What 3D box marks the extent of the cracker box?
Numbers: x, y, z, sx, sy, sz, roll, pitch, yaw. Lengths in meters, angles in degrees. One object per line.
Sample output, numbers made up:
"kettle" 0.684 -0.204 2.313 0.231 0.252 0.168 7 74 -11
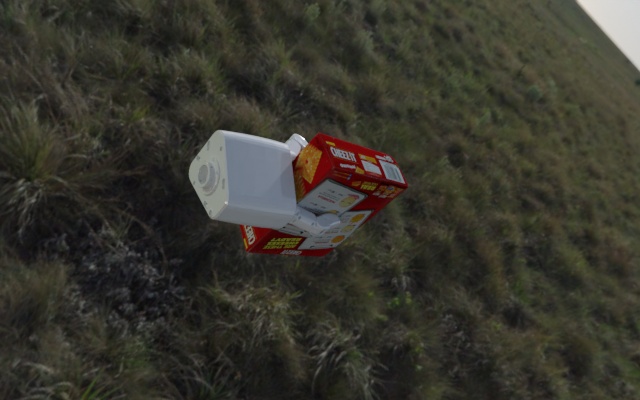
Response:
"cracker box" 0.000 0.002 0.731 0.164 0.072 0.214 10 -41 -42
